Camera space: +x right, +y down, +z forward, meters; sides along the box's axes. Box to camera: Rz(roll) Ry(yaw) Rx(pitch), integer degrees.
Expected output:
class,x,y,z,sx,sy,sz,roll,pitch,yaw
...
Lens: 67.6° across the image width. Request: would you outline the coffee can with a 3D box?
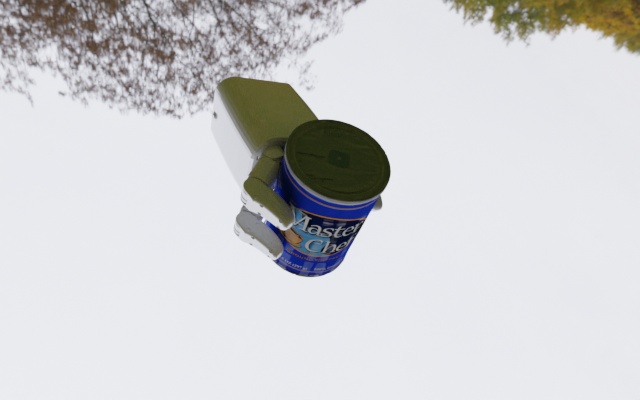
class,x,y,z,sx,sy,sz,roll,pitch,yaw
coffee can,0.000,0.002,0.497,0.103,0.102,0.140,0,-37,-19
